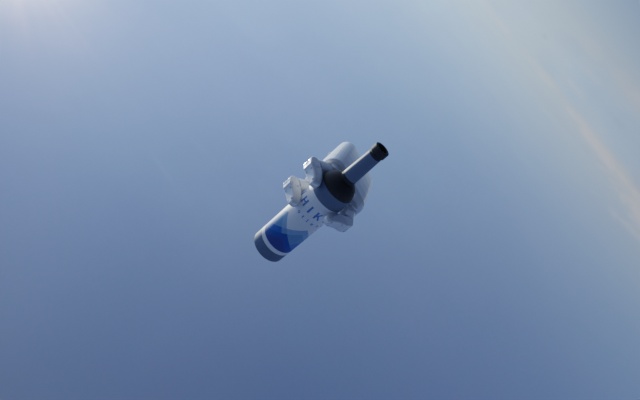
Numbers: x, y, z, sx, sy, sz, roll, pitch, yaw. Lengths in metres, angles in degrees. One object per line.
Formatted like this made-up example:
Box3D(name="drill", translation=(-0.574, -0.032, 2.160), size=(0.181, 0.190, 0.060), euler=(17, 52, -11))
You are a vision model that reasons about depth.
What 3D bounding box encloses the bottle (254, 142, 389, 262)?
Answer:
Box3D(name="bottle", translation=(0.000, 0.003, 0.814), size=(0.296, 0.069, 0.069), euler=(-41, -23, 30))
